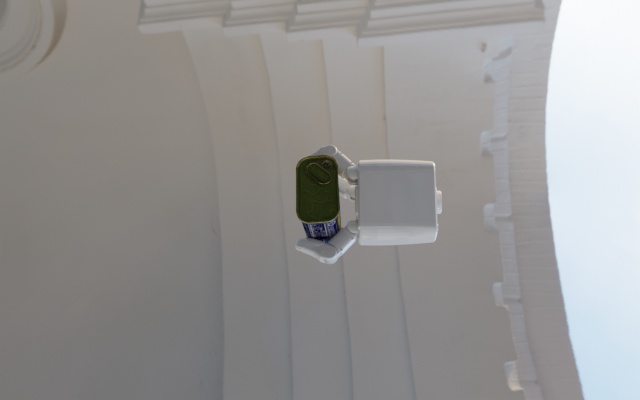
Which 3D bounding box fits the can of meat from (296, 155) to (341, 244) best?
[{"bbox_3d":[0.000,0.002,0.665,0.057,0.102,0.084,-4,-28,5],"label":"can of meat"}]
